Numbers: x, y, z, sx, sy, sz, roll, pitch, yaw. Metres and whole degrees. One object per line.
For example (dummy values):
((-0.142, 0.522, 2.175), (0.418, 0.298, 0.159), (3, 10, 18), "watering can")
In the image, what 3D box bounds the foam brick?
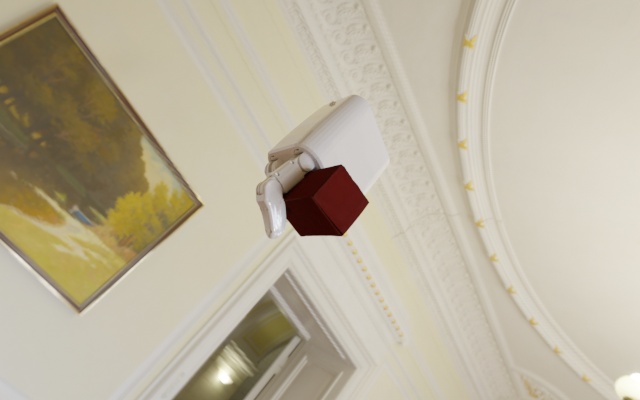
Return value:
((0.000, 0.002, 0.492), (0.051, 0.053, 0.078), (-47, 22, -27), "foam brick")
